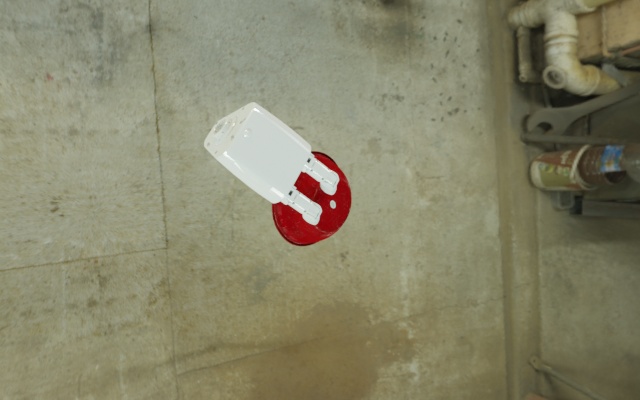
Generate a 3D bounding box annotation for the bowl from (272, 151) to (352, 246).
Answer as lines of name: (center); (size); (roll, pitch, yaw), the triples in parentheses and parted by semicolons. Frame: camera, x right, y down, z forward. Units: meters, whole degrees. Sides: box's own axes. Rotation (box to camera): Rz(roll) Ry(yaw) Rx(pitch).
bowl: (0.001, 0.003, 0.779); (0.162, 0.162, 0.055); (0, 10, -45)
